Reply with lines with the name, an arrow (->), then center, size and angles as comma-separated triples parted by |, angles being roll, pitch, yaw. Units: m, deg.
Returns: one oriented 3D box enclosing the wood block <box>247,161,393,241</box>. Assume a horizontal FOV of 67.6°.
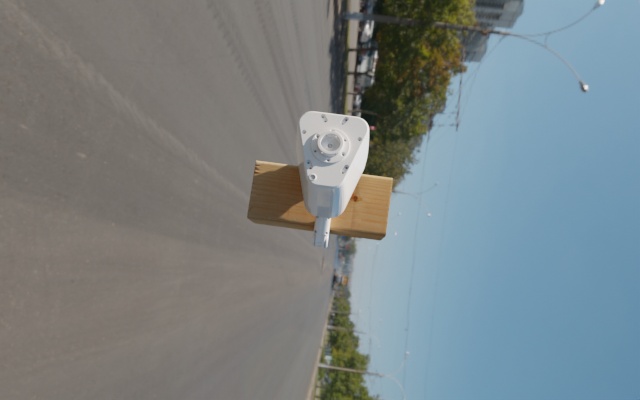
wood block -> 0.000, 0.003, 0.745 | 0.206, 0.091, 0.090 | 8, -8, 3
